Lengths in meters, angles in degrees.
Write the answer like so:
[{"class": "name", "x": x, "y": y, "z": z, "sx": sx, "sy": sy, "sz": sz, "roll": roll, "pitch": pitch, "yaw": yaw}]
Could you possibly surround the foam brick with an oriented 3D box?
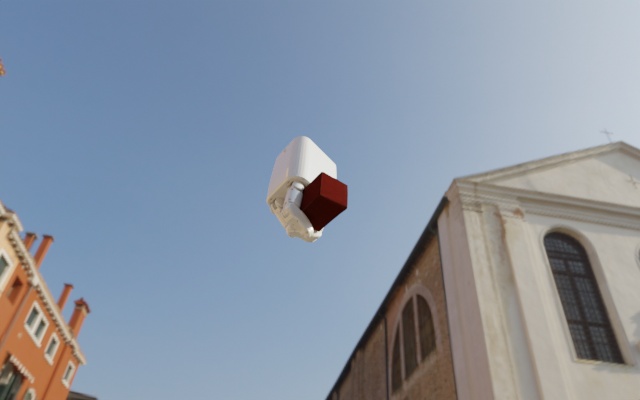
[{"class": "foam brick", "x": 0.000, "y": 0.002, "z": 0.756, "sx": 0.053, "sy": 0.051, "sz": 0.078, "roll": 28, "pitch": -45, "yaw": -23}]
